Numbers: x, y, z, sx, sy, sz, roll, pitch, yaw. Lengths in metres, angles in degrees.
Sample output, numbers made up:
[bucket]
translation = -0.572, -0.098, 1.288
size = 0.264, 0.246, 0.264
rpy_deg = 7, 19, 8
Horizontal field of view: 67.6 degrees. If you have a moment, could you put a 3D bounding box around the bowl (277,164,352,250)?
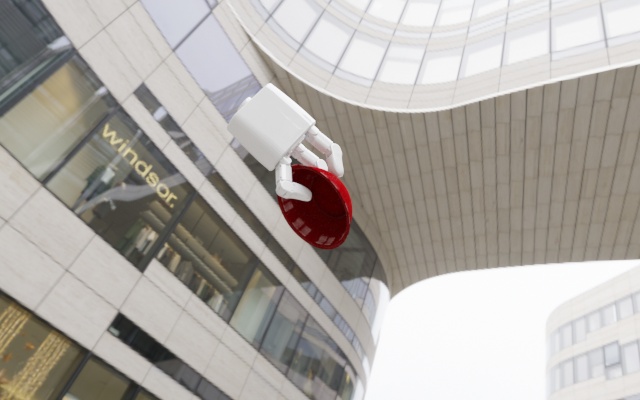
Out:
[bowl]
translation = 0.001, 0.004, 0.834
size = 0.162, 0.162, 0.055
rpy_deg = 0, 25, 44
